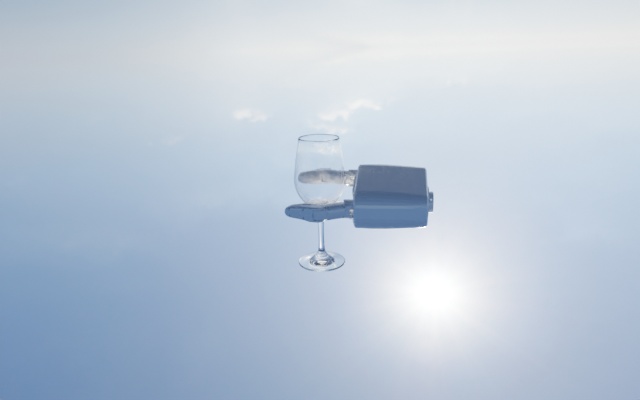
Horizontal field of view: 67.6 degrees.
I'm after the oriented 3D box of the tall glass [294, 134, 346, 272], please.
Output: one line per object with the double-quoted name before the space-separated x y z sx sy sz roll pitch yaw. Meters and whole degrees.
"tall glass" 0.000 0.003 0.730 0.079 0.201 0.079 -2 18 1
